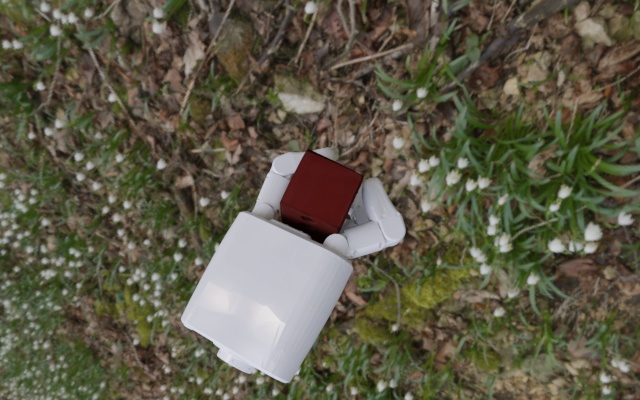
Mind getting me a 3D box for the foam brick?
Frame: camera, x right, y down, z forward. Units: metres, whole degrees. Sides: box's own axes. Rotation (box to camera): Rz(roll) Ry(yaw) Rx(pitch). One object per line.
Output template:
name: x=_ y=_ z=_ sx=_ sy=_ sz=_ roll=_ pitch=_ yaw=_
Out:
foam brick: x=0.000 y=0.001 z=0.412 sx=0.053 sy=0.051 sz=0.078 roll=25 pitch=-16 yaw=6
